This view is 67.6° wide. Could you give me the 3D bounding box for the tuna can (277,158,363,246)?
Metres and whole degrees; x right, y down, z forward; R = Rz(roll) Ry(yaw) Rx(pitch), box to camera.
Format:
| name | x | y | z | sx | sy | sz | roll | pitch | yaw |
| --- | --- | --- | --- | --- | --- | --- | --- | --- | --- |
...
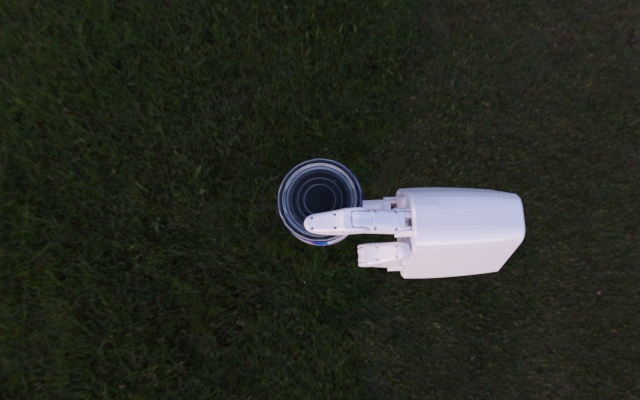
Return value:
| name | x | y | z | sx | sy | sz | roll | pitch | yaw |
| --- | --- | --- | --- | --- | --- | --- | --- | --- | --- |
| tuna can | 0.000 | 0.001 | 0.482 | 0.086 | 0.086 | 0.034 | 0 | -9 | 4 |
